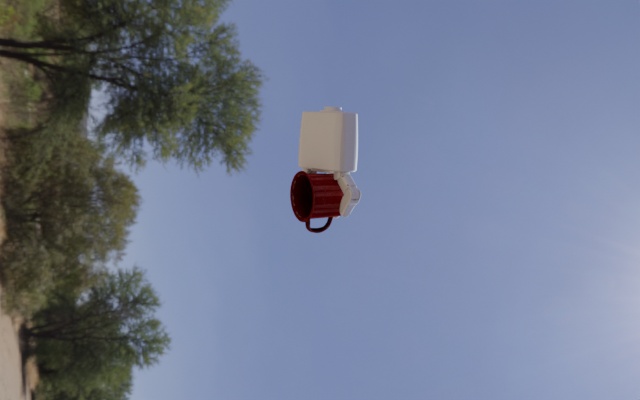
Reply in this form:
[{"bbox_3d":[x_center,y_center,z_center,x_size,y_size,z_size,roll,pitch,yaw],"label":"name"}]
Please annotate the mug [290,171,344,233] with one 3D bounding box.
[{"bbox_3d":[0.000,0.004,0.882,0.081,0.117,0.093,-3,11,-30],"label":"mug"}]
